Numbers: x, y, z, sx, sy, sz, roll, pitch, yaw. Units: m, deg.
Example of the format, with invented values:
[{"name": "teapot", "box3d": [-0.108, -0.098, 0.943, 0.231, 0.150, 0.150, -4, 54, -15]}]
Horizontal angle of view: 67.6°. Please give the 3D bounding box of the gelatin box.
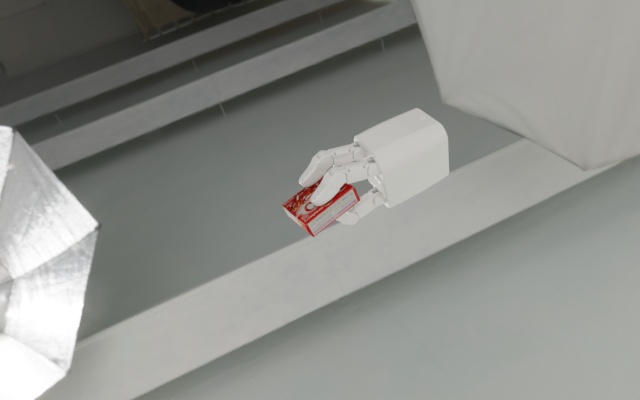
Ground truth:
[{"name": "gelatin box", "box3d": [0.000, 0.003, 0.681, 0.089, 0.030, 0.073, -38, 37, -12]}]
